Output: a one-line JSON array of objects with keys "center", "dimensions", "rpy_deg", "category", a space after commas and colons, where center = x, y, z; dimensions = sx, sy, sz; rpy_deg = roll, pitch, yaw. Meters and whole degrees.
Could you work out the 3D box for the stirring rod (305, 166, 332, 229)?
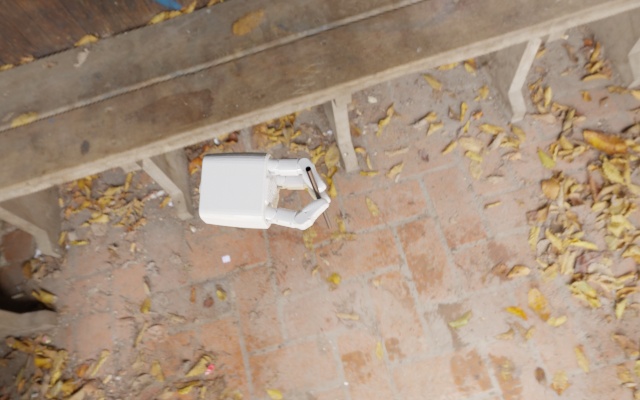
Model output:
[{"center": [0.000, 0.003, 0.751], "dimensions": [0.011, 0.011, 0.240], "rpy_deg": [0, -22, 9], "category": "stirring rod"}]
